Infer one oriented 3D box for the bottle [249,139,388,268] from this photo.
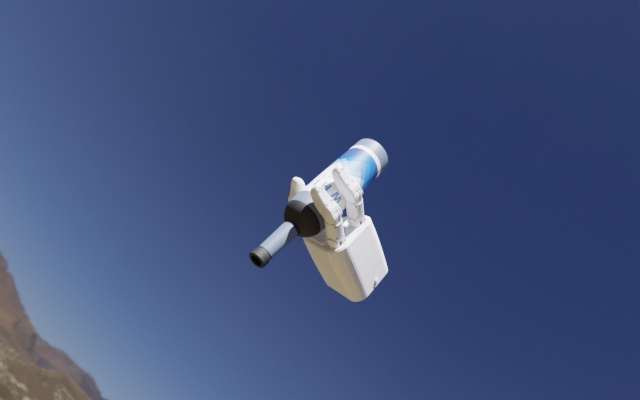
[{"bbox_3d":[0.000,0.002,0.741,0.069,0.069,0.295,0,33,46],"label":"bottle"}]
